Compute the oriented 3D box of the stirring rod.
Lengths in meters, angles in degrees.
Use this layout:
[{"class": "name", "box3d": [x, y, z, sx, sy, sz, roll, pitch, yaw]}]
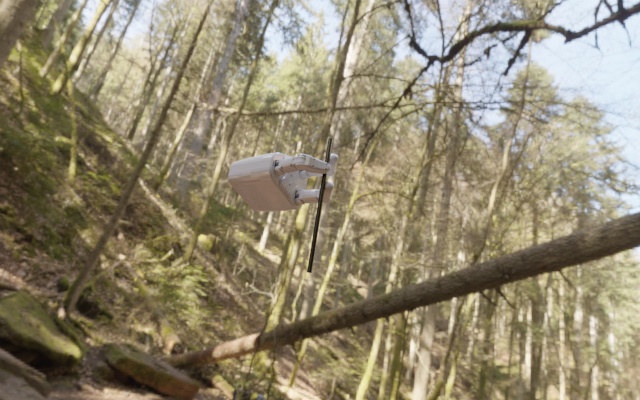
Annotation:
[{"class": "stirring rod", "box3d": [0.000, 0.003, 0.796, 0.011, 0.239, 0.011, 8, -22, 3]}]
